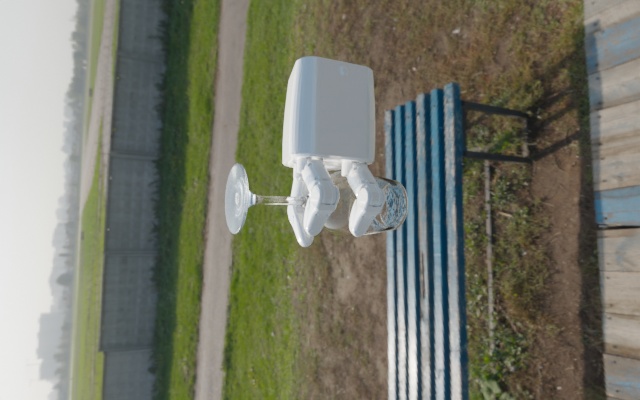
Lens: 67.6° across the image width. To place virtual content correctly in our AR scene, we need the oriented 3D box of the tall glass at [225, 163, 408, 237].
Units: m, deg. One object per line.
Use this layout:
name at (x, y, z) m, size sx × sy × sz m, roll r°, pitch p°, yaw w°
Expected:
tall glass at (-0.001, 0.002, 0.540) m, size 0.201 × 0.079 × 0.079 m, roll 3°, pitch -1°, yaw -27°
